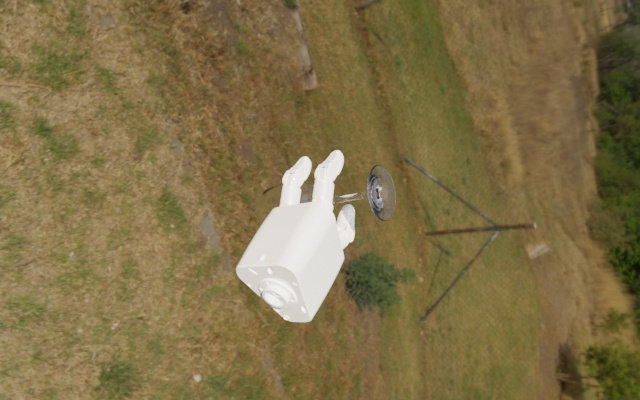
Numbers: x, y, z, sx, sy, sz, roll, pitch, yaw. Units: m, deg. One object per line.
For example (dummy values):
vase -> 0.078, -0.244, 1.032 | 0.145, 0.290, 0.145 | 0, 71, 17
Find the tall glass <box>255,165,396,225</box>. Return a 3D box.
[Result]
tall glass -> 0.001, 0.002, 0.679 | 0.201, 0.079, 0.079 | -8, -5, 35
